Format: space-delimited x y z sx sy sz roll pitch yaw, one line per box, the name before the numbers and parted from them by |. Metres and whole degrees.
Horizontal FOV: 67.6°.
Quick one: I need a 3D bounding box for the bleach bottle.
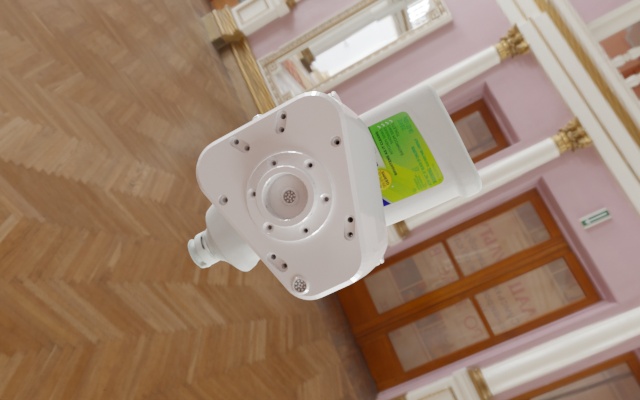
bleach bottle | 0.000 0.001 0.416 0.251 0.102 0.068 -27 -6 11
